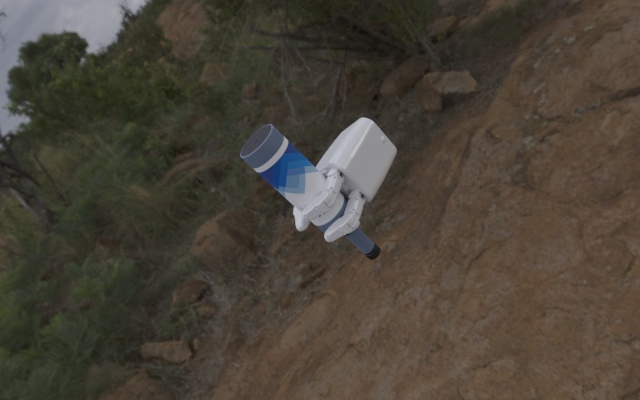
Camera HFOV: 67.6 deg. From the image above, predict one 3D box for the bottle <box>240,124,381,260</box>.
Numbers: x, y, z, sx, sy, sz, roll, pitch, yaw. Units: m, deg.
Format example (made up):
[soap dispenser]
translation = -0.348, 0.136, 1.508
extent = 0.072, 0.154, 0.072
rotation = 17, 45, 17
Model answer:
[bottle]
translation = 0.000, 0.002, 0.768
extent = 0.296, 0.069, 0.069
rotation = 44, -24, -27
